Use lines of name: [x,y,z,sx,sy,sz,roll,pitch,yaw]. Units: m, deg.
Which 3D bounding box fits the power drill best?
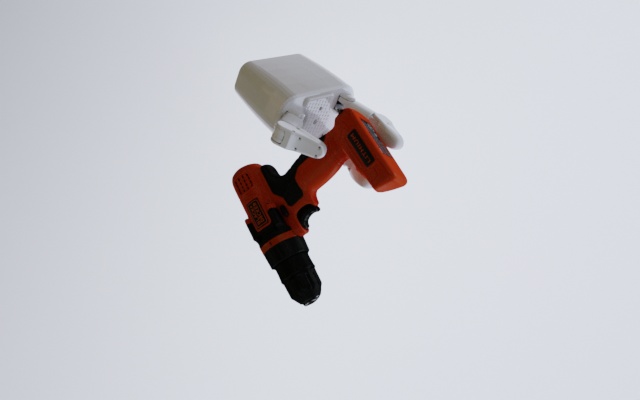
power drill: [0.000,0.001,0.540,0.188,0.184,0.057,-35,-16,18]
